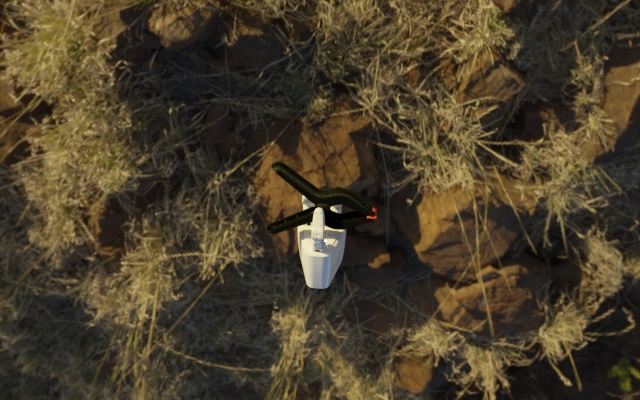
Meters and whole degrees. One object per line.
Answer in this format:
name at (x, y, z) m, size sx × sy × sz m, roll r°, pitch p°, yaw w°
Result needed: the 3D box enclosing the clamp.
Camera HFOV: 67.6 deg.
clamp at (0.001, 0.004, 0.880) m, size 0.210 × 0.165 × 0.036 m, roll 3°, pitch 40°, yaw 3°
